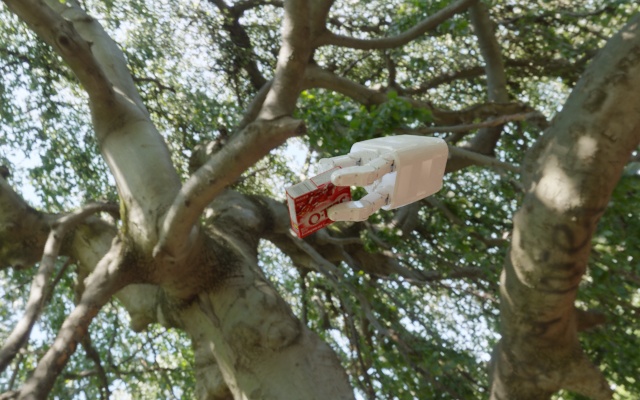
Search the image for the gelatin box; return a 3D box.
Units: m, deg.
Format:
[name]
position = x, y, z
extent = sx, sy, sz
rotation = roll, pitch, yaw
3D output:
[gelatin box]
position = 0.000, 0.002, 0.658
extent = 0.089, 0.073, 0.030
rotation = -24, 43, -20
